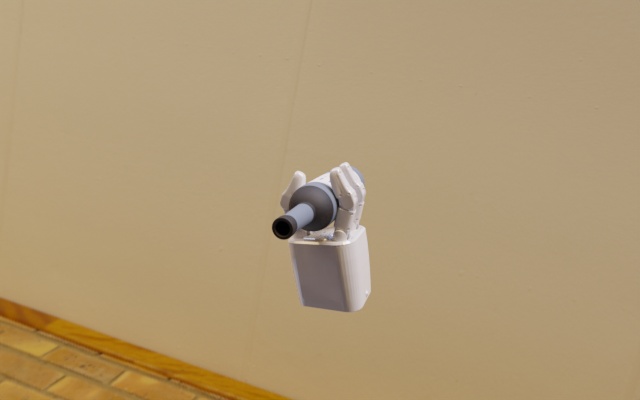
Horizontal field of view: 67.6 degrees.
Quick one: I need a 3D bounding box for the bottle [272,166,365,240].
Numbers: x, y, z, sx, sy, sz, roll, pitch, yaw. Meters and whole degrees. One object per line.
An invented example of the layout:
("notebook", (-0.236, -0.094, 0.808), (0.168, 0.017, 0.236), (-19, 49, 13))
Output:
("bottle", (0.000, 0.002, 0.692), (0.069, 0.069, 0.295), (0, 12, 18))
